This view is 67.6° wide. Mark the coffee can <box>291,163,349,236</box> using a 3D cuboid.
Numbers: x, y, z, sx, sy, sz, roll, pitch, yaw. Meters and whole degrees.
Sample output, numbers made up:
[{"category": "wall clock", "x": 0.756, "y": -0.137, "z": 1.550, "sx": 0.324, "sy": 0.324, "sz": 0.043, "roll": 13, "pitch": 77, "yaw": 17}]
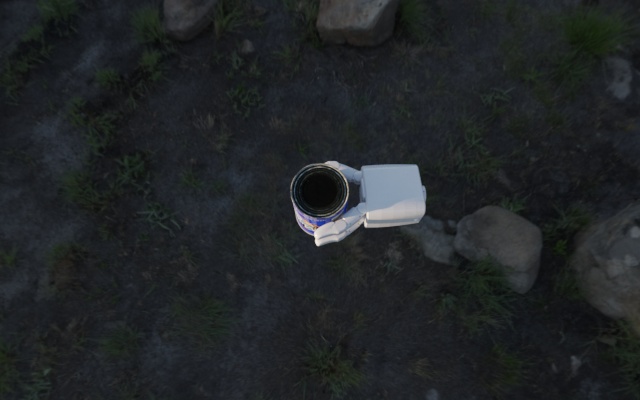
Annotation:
[{"category": "coffee can", "x": 0.000, "y": 0.003, "z": 0.894, "sx": 0.103, "sy": 0.102, "sz": 0.140, "roll": 0, "pitch": -17, "yaw": 1}]
